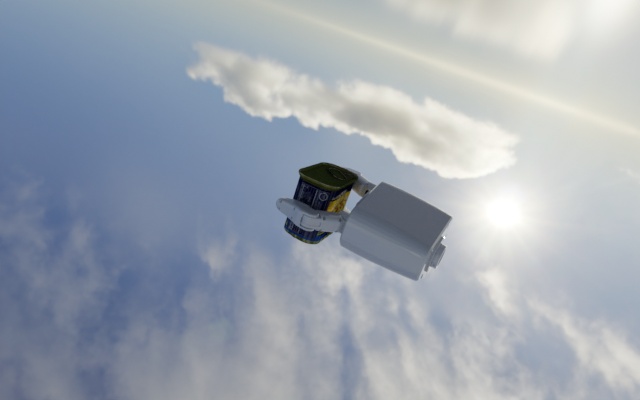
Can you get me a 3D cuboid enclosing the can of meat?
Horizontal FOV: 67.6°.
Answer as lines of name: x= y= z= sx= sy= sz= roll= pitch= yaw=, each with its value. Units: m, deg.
can of meat: x=0.000 y=0.002 z=0.631 sx=0.057 sy=0.084 sz=0.102 roll=25 pitch=20 yaw=17
